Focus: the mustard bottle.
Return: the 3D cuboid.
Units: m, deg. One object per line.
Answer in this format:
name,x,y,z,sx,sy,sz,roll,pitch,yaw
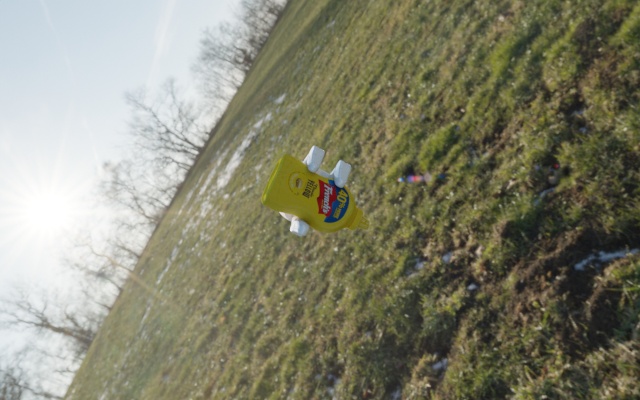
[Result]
mustard bottle,0.000,0.003,0.831,0.191,0.096,0.058,27,-28,-14
